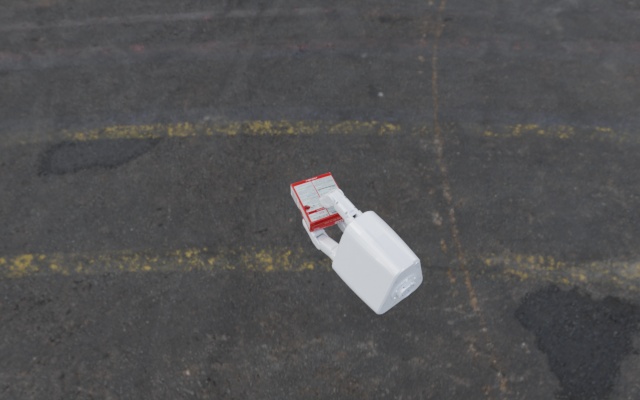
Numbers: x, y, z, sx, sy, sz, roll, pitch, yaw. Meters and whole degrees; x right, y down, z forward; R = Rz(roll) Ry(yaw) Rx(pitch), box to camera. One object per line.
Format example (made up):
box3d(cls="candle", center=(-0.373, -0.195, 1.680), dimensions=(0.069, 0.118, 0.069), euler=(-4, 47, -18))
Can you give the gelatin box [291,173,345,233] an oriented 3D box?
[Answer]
box3d(cls="gelatin box", center=(0.000, 0.002, 0.790), dimensions=(0.073, 0.089, 0.030), euler=(-18, -34, -16))
